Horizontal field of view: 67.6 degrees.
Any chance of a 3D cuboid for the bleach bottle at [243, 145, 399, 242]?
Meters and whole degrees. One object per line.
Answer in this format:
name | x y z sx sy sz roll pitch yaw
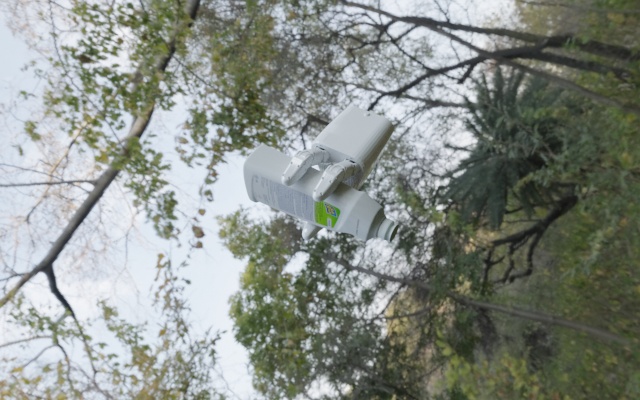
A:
bleach bottle | 0.000 0.002 0.731 0.251 0.068 0.103 25 -34 22
